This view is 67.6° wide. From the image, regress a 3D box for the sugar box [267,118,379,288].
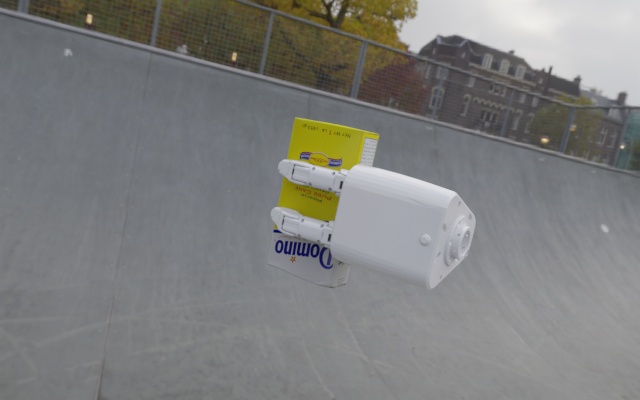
[{"bbox_3d":[0.000,0.002,0.542,0.093,0.176,0.048,16,8,31],"label":"sugar box"}]
